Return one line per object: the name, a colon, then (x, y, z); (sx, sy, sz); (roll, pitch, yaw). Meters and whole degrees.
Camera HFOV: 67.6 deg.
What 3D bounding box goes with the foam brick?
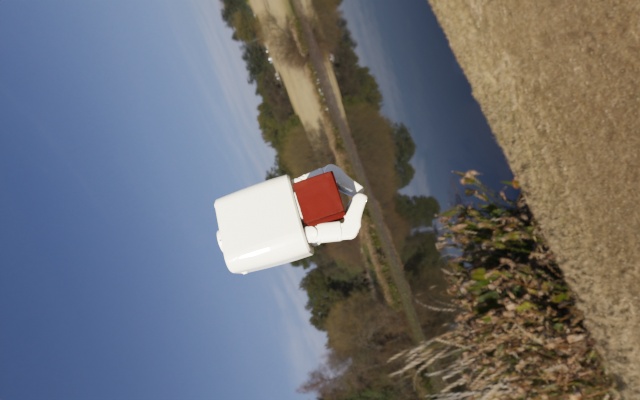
foam brick: (0.000, 0.002, 0.598); (0.051, 0.053, 0.078); (-17, -10, 1)
